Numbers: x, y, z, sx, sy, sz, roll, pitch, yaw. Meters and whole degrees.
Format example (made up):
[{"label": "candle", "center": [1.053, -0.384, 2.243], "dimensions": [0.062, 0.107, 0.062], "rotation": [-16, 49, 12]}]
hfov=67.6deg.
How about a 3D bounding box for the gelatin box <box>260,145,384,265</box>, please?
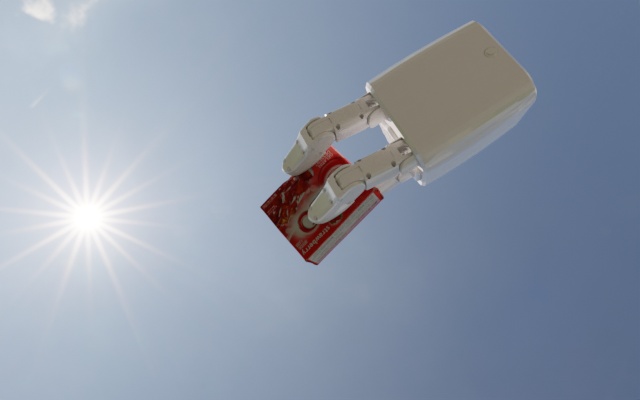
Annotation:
[{"label": "gelatin box", "center": [0.000, 0.002, 0.433], "dimensions": [0.073, 0.089, 0.030], "rotation": [46, 5, 28]}]
